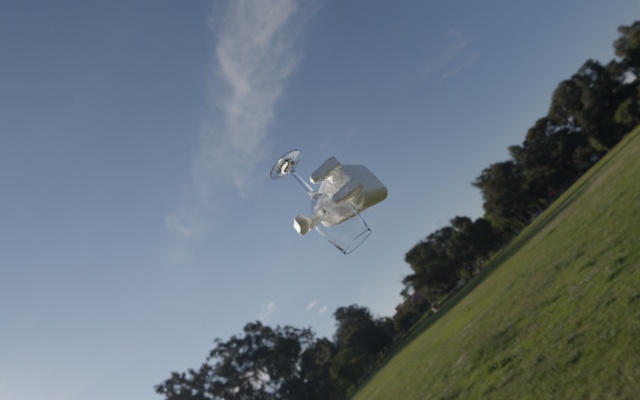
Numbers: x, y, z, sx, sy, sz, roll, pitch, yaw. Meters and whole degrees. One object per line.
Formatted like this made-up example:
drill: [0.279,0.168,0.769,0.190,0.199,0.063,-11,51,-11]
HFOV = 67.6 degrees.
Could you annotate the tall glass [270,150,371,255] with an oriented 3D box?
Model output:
tall glass: [0.000,0.002,0.852,0.201,0.079,0.079,47,19,19]
